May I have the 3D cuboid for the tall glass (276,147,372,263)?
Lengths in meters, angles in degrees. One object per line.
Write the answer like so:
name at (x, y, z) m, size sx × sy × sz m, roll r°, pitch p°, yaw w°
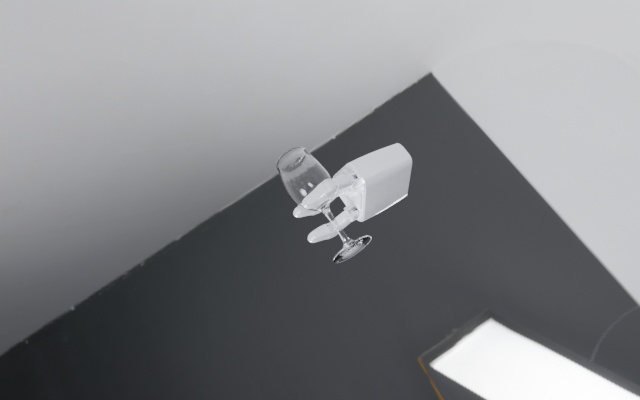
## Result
tall glass at (0.000, 0.003, 0.807) m, size 0.079 × 0.201 × 0.079 m, roll -30°, pitch -21°, yaw -13°
